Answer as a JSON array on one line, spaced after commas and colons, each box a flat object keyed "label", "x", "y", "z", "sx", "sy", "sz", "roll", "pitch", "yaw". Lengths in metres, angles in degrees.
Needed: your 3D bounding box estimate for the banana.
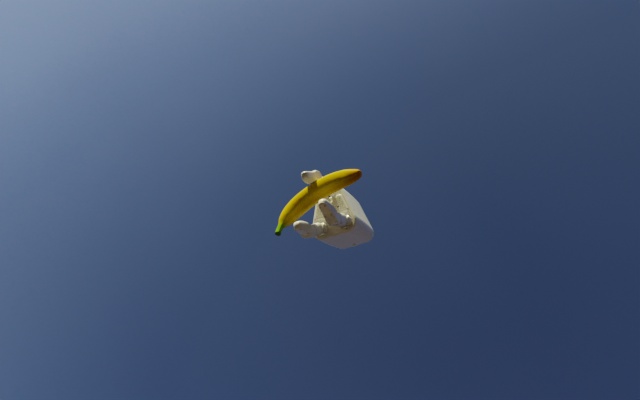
[{"label": "banana", "x": -0.008, "y": -0.005, "z": 0.909, "sx": 0.037, "sy": 0.198, "sz": 0.069, "roll": 46, "pitch": 11, "yaw": -38}]
